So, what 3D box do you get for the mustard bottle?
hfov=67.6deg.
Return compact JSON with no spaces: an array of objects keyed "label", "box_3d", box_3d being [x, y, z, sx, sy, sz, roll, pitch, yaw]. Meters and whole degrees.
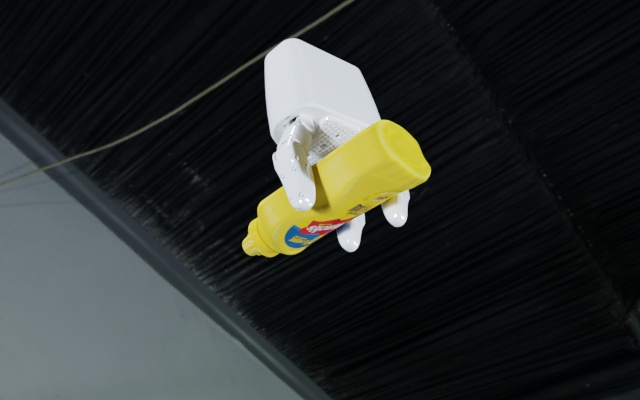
[{"label":"mustard bottle","box_3d":[0.000,0.002,0.438,0.192,0.058,0.096,-32,-17,26]}]
